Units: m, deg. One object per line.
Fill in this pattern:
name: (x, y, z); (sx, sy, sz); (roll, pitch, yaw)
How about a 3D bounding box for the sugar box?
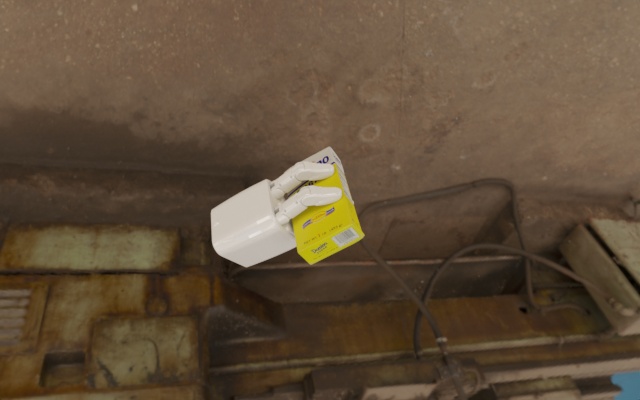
sugar box: (0.000, 0.002, 0.732); (0.093, 0.176, 0.048); (-28, -44, 13)
